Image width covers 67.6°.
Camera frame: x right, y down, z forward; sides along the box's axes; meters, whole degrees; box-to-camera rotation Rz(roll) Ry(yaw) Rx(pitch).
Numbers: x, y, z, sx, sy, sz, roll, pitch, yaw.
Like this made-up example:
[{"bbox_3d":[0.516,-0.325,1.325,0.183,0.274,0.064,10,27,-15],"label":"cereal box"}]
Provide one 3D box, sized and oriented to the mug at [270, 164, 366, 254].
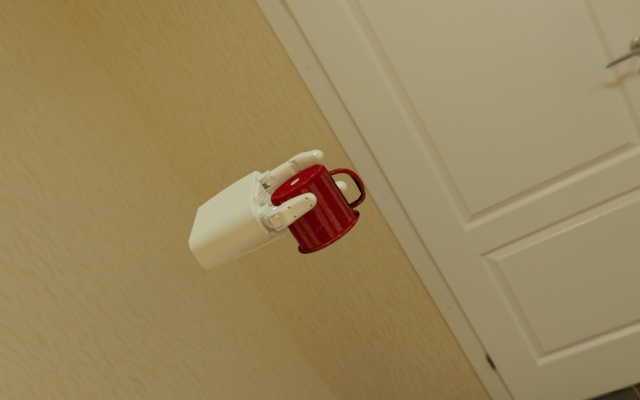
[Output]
[{"bbox_3d":[0.001,0.001,0.603,0.117,0.081,0.093,-29,15,13],"label":"mug"}]
